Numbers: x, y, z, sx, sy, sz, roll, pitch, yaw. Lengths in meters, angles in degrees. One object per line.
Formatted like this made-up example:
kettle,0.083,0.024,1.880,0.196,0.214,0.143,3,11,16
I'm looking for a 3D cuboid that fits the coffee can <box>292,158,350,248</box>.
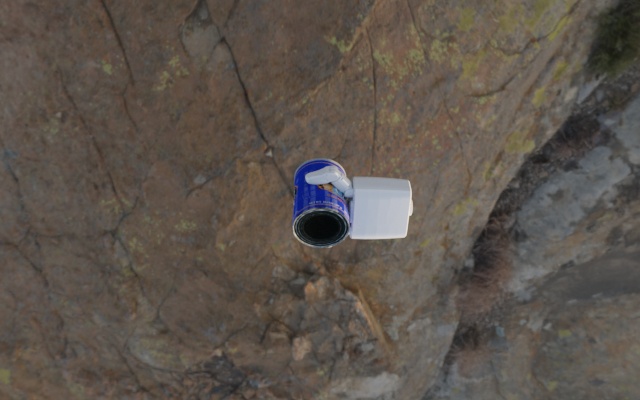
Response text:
coffee can,0.000,0.003,0.895,0.103,0.103,0.140,0,43,-1
